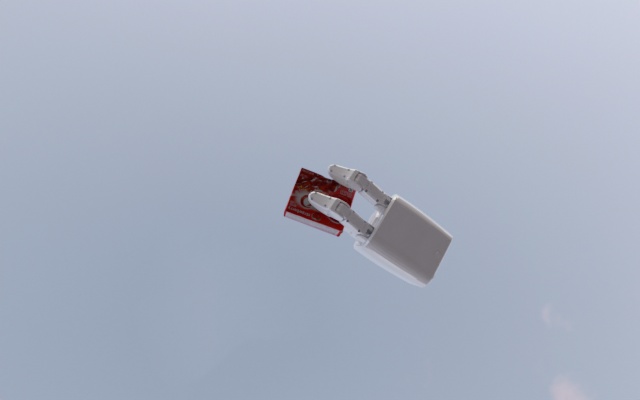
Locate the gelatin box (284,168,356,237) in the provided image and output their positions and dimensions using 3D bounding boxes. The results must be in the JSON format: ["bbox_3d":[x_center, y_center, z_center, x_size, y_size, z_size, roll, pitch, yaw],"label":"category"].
[{"bbox_3d":[0.000,0.002,0.693,0.089,0.073,0.030,21,-22,-2],"label":"gelatin box"}]
